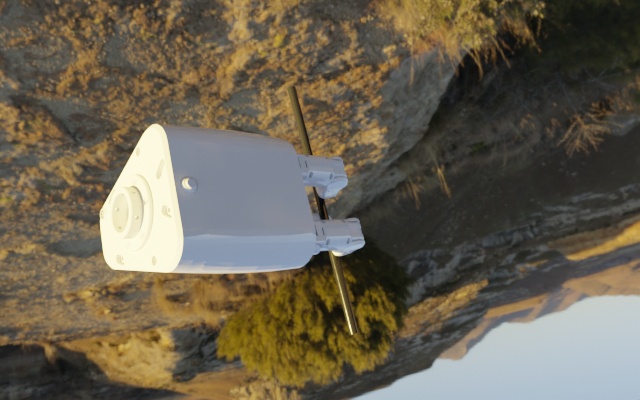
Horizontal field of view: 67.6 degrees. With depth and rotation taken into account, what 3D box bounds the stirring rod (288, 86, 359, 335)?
[{"bbox_3d":[0.000,0.001,0.439,0.011,0.239,0.011,-13,-16,-4],"label":"stirring rod"}]
